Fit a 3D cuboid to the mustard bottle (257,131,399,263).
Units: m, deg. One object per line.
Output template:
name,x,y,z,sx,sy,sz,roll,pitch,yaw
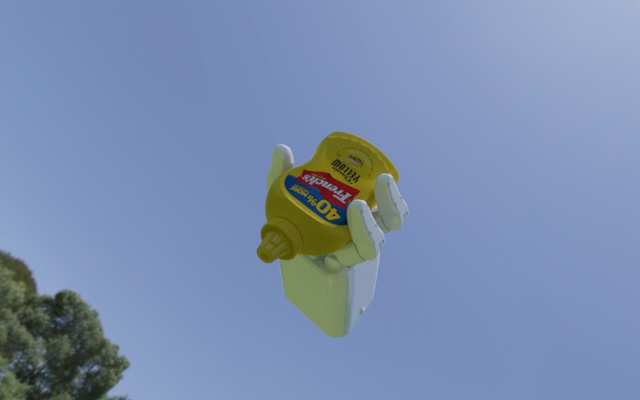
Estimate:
mustard bottle,0.000,0.001,0.488,0.096,0.058,0.191,38,46,9
